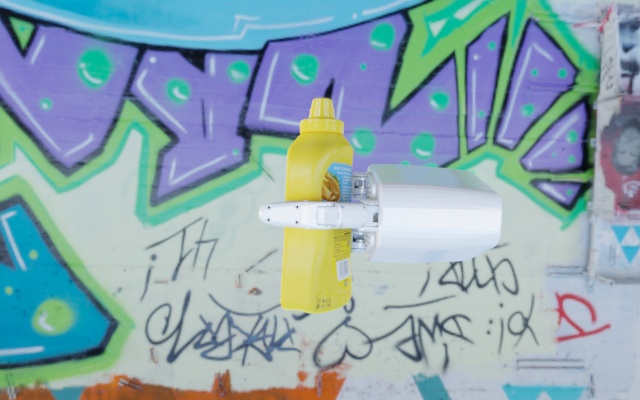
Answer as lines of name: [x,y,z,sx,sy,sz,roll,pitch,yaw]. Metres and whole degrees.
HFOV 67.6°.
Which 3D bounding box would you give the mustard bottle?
mustard bottle: [0.000,0.002,0.445,0.058,0.191,0.096,2,1,24]
